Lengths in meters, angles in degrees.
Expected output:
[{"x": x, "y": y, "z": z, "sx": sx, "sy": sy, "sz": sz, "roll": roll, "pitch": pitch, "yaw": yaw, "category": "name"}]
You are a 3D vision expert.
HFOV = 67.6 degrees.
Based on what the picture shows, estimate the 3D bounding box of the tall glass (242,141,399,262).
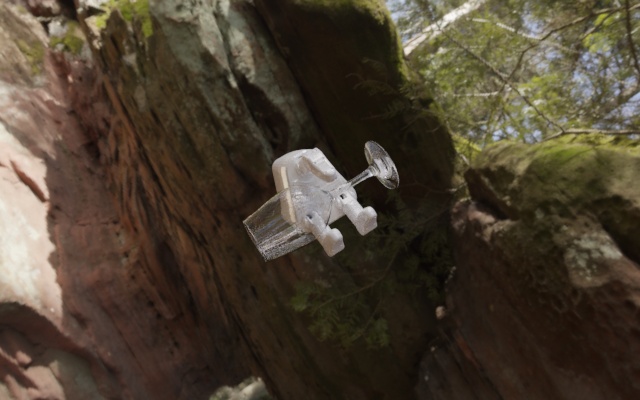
[{"x": 0.001, "y": 0.002, "z": 0.624, "sx": 0.201, "sy": 0.079, "sz": 0.079, "roll": -31, "pitch": 8, "yaw": -14, "category": "tall glass"}]
